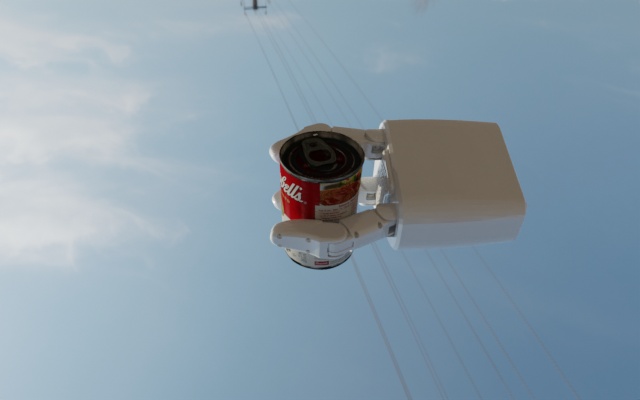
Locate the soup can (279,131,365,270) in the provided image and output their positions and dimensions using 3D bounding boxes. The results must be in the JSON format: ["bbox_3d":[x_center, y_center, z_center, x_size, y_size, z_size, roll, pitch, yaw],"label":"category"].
[{"bbox_3d":[0.000,0.002,0.408,0.068,0.102,0.068,1,41,-1],"label":"soup can"}]
